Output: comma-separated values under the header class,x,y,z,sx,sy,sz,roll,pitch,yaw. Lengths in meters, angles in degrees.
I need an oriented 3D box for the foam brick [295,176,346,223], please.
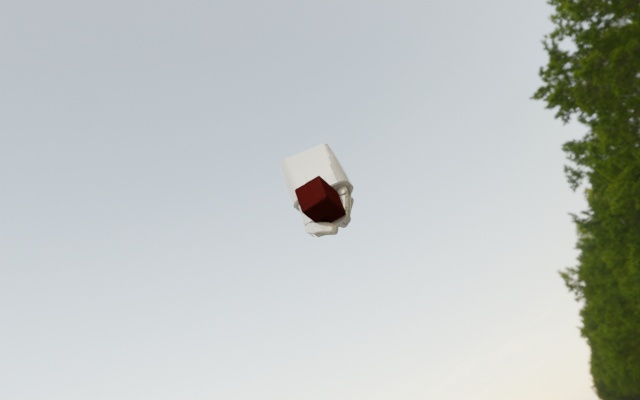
class,x,y,z,sx,sy,sz,roll,pitch,yaw
foam brick,0.000,0.003,0.832,0.053,0.051,0.078,-29,-34,14
